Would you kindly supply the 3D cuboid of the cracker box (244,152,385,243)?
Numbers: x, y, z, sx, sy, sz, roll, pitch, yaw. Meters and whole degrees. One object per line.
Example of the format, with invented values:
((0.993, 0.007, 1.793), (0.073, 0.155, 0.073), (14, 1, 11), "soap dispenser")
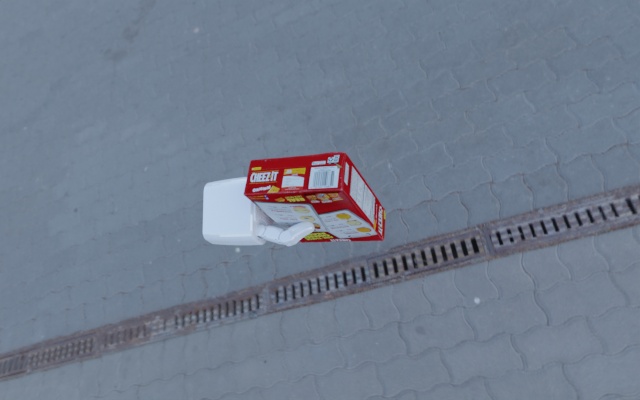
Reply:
((0.000, 0.003, 0.790), (0.164, 0.072, 0.214), (-3, -25, 24), "cracker box")
